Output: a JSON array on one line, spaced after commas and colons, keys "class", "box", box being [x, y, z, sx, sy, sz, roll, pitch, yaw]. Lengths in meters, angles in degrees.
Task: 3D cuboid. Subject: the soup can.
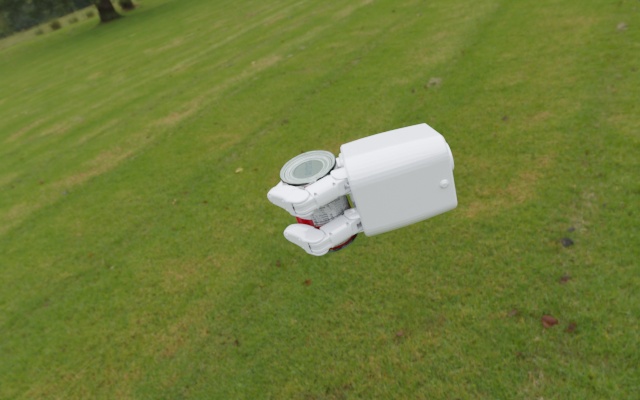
[{"class": "soup can", "box": [0.000, 0.002, 0.556, 0.068, 0.102, 0.068, -14, 34, 10]}]
